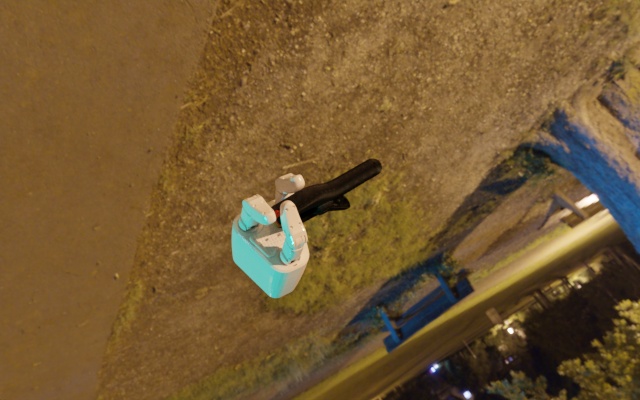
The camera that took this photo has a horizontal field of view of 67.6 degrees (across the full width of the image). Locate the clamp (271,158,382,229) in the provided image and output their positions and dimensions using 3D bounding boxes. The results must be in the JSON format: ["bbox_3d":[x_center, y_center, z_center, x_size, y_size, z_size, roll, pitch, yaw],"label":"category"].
[{"bbox_3d":[0.000,0.003,0.670,0.171,0.039,0.120,-22,-24,-25],"label":"clamp"}]
